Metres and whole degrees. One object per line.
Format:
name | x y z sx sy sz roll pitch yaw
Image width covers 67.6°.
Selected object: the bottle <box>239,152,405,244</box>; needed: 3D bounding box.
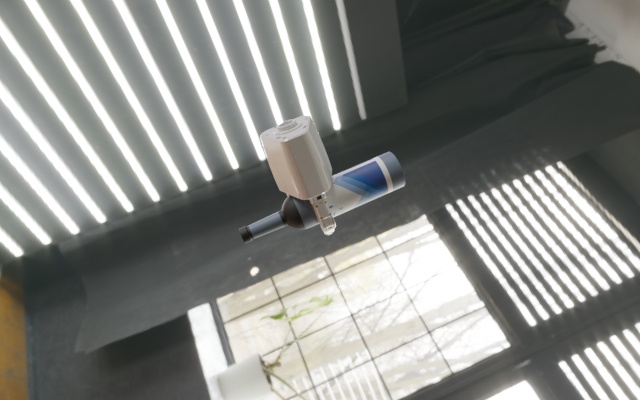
bottle | 0.000 0.003 0.829 0.295 0.069 0.069 -24 3 -6
